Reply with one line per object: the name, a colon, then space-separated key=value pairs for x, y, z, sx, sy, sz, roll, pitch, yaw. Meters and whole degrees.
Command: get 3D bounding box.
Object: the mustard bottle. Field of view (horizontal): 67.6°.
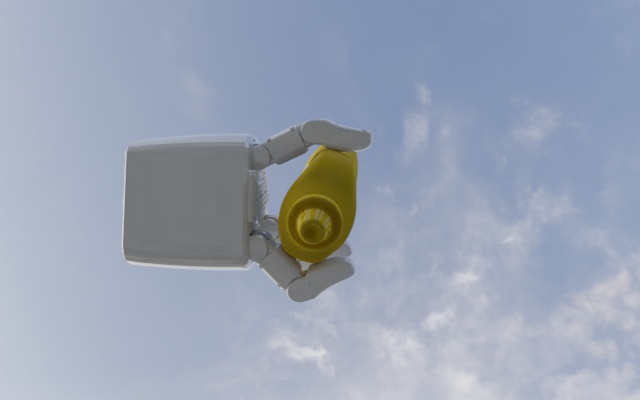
mustard bottle: x=0.000 y=0.001 z=0.416 sx=0.058 sy=0.096 sz=0.191 roll=23 pitch=12 yaw=-1
